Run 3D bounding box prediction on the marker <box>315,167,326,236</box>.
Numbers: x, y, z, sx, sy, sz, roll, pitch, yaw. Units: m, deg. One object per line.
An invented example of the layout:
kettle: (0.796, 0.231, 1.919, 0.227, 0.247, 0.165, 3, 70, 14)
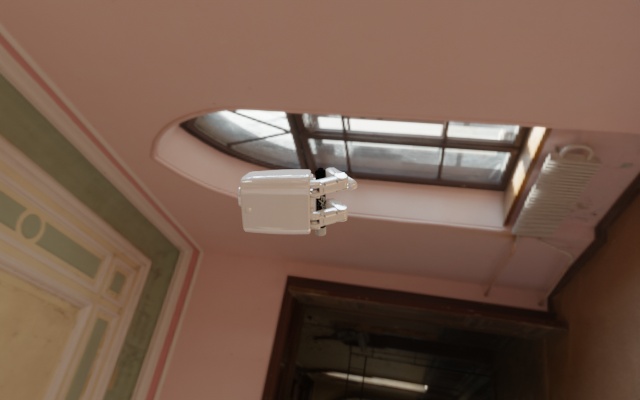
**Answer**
marker: (0.000, 0.003, 0.800, 0.020, 0.121, 0.020, 0, 25, 0)
